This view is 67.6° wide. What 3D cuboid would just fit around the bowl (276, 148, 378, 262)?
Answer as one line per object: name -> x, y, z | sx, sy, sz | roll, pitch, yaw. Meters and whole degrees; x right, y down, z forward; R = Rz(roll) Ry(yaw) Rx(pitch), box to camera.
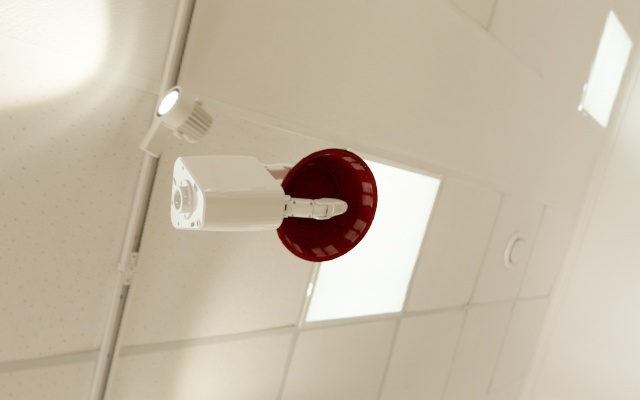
bowl -> 0.001, 0.002, 0.672 | 0.162, 0.162, 0.055 | 0, 15, -28
